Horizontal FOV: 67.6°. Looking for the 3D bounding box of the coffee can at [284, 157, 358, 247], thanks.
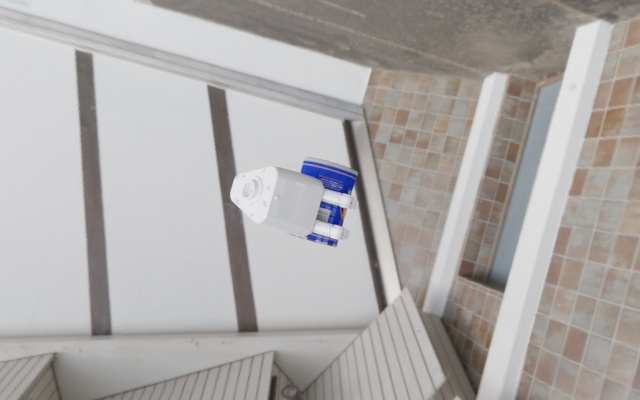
[{"bbox_3d":[0.000,0.003,0.863,0.103,0.140,0.103,16,-2,1],"label":"coffee can"}]
